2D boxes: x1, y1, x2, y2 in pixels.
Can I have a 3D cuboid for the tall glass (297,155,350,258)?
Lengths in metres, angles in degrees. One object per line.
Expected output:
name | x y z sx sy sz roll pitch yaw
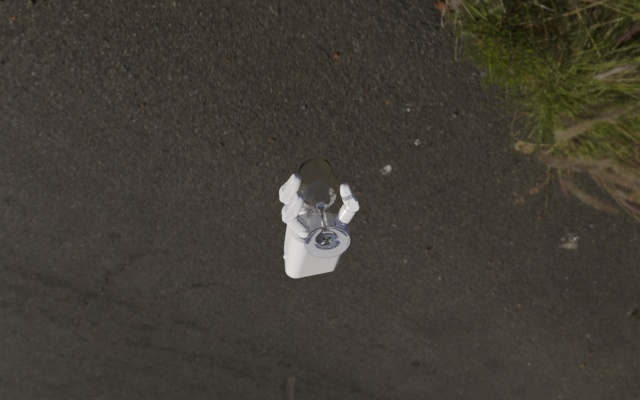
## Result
tall glass | 0.000 0.003 0.839 0.079 0.079 0.200 0 42 -8
